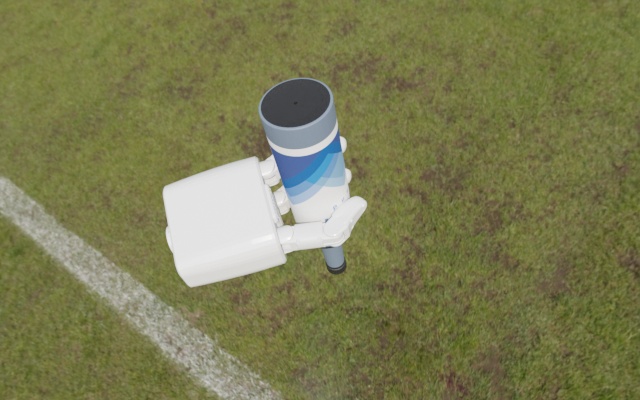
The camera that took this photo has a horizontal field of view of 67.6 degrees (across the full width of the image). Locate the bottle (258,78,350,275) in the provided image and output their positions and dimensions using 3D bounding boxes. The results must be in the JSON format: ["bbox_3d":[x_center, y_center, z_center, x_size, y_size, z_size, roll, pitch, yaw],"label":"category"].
[{"bbox_3d":[0.000,0.002,0.531,0.069,0.069,0.296,0,-36,11],"label":"bottle"}]
